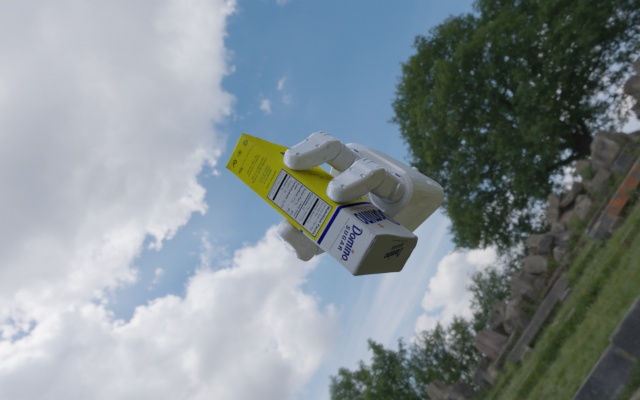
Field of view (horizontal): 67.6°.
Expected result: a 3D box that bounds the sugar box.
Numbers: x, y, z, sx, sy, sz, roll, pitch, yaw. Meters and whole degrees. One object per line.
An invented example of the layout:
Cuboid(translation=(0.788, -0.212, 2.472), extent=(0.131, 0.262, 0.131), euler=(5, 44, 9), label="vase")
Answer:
Cuboid(translation=(0.000, 0.001, 0.450), extent=(0.176, 0.048, 0.093), euler=(34, 14, 30), label="sugar box")
